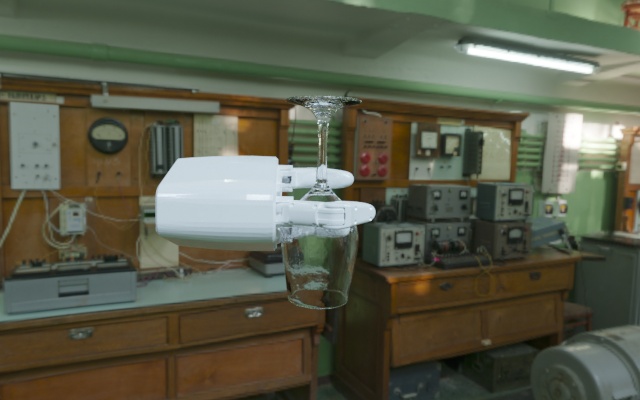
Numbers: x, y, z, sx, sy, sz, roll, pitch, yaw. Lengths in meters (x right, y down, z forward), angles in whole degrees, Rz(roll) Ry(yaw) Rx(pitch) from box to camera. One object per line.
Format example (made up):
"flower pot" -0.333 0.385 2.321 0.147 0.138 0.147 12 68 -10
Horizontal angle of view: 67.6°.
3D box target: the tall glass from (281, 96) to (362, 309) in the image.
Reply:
"tall glass" 0.000 0.001 0.476 0.079 0.201 0.079 1 5 0
